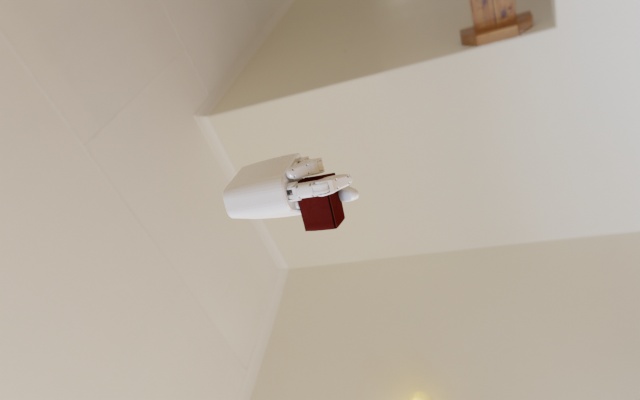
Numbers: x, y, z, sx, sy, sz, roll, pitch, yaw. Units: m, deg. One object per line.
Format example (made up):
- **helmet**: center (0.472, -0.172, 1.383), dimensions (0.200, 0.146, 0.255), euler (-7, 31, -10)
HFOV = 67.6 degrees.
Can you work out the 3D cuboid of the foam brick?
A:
- **foam brick**: center (0.000, 0.003, 0.731), dimensions (0.051, 0.078, 0.053), euler (-9, 11, 20)
